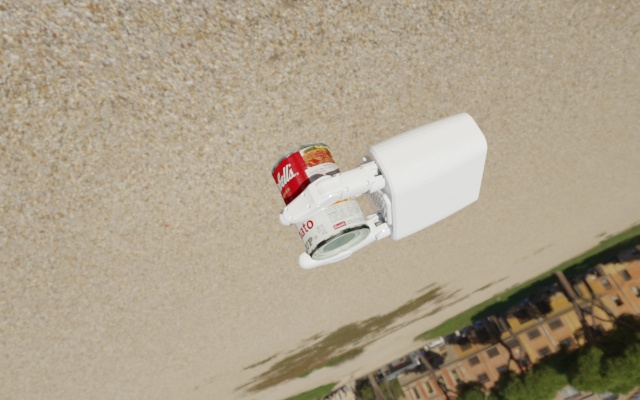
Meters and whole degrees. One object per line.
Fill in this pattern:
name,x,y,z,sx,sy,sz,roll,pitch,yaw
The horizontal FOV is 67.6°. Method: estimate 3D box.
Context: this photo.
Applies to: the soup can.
soup can,0.000,0.002,0.488,0.068,0.102,0.068,-23,-21,-9
